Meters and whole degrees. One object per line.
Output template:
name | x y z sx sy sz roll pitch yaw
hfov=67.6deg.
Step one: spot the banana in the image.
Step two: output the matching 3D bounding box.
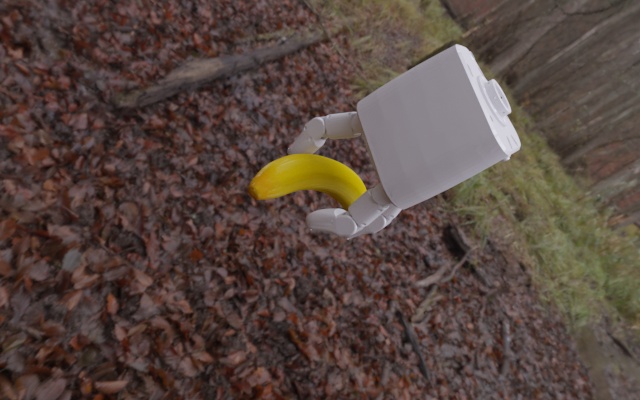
banana | 0.000 -0.015 0.505 0.037 0.069 0.198 -20 -25 34
